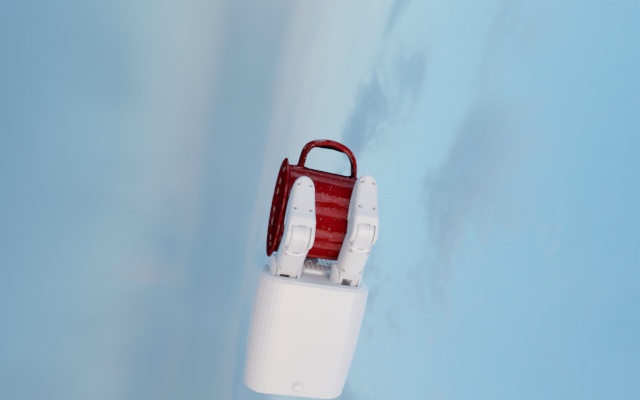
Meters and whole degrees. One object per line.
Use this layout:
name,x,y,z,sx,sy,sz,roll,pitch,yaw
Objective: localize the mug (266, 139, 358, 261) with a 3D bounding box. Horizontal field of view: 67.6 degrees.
mug,0.001,0.000,0.447,0.081,0.117,0.093,10,9,-11
